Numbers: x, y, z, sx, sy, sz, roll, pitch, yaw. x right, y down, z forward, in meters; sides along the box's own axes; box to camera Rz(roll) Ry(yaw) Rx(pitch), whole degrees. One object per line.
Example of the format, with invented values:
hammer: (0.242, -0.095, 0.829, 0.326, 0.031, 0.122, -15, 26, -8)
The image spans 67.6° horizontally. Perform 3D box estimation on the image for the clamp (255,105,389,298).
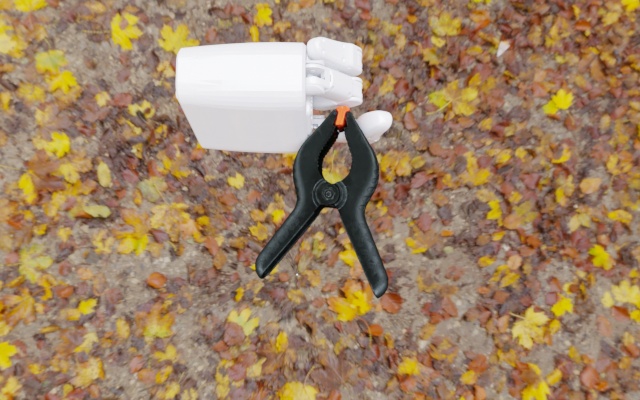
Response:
clamp: (0.000, 0.001, 0.434, 0.120, 0.171, 0.039, 0, -9, 4)
